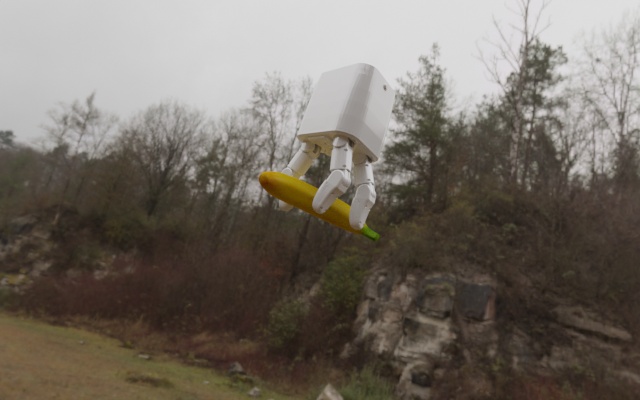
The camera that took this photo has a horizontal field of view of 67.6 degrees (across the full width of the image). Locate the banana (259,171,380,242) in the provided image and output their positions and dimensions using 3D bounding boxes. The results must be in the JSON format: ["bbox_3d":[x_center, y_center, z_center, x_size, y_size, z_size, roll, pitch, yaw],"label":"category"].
[{"bbox_3d":[-0.006,0.001,0.646,0.198,0.037,0.069,26,-6,-29],"label":"banana"}]
